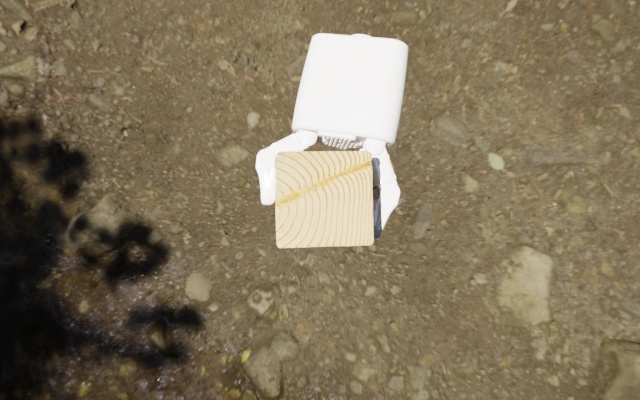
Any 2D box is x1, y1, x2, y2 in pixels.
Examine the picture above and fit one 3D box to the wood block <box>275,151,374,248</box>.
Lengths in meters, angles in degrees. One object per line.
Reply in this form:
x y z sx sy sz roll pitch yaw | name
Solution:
0.000 0.001 0.537 0.091 0.090 0.206 -1 -2 -2 | wood block
